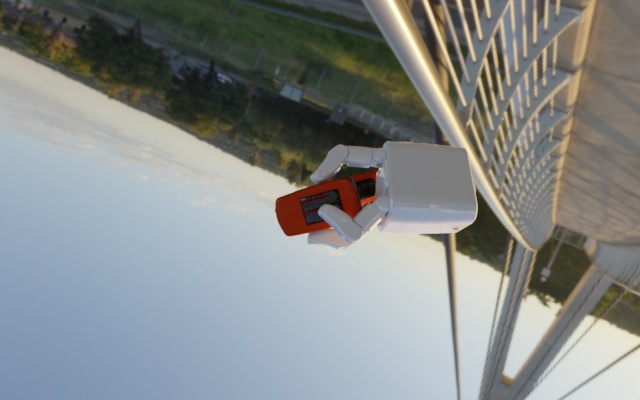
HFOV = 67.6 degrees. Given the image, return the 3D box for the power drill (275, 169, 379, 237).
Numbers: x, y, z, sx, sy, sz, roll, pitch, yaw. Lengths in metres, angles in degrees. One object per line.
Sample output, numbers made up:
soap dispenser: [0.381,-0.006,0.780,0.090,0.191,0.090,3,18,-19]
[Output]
power drill: [0.000,0.002,0.673,0.184,0.057,0.187,-17,4,14]
